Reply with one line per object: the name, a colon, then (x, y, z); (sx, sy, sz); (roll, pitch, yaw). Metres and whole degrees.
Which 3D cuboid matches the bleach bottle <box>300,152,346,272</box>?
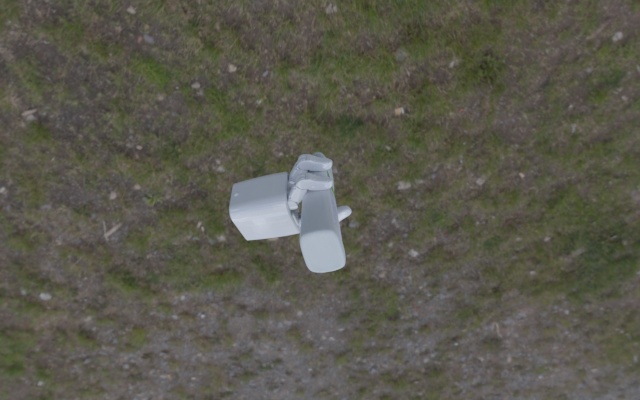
bleach bottle: (0.000, 0.003, 0.865); (0.068, 0.103, 0.250); (-10, 40, 7)
